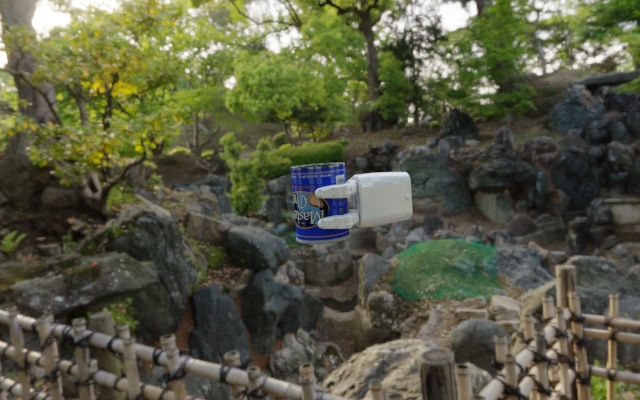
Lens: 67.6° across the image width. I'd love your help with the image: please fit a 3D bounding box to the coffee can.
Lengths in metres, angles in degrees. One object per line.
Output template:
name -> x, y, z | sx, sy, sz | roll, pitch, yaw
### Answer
coffee can -> 0.000, 0.003, 0.896 | 0.103, 0.140, 0.103 | -5, 7, 1
